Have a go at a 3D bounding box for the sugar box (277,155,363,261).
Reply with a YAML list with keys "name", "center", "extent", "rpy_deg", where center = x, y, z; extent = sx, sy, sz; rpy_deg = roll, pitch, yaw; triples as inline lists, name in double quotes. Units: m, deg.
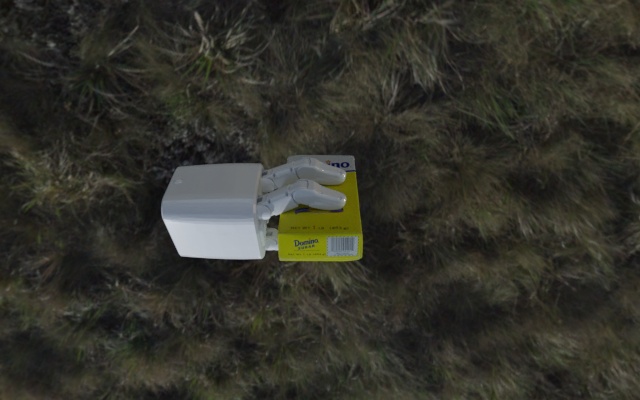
- name: "sugar box"
  center: [0.000, 0.002, 0.586]
  extent: [0.093, 0.048, 0.176]
  rpy_deg: [0, 36, -1]
